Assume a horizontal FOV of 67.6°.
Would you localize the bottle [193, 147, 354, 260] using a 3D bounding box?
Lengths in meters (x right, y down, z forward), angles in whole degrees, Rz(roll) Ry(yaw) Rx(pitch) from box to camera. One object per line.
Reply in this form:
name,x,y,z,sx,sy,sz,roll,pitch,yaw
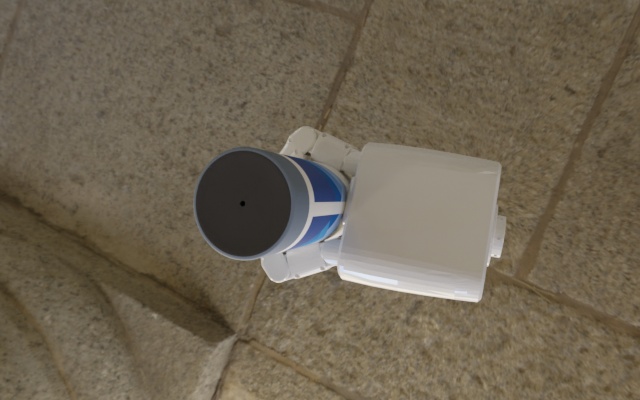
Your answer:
bottle,0.000,0.001,0.417,0.069,0.069,0.296,0,0,18
